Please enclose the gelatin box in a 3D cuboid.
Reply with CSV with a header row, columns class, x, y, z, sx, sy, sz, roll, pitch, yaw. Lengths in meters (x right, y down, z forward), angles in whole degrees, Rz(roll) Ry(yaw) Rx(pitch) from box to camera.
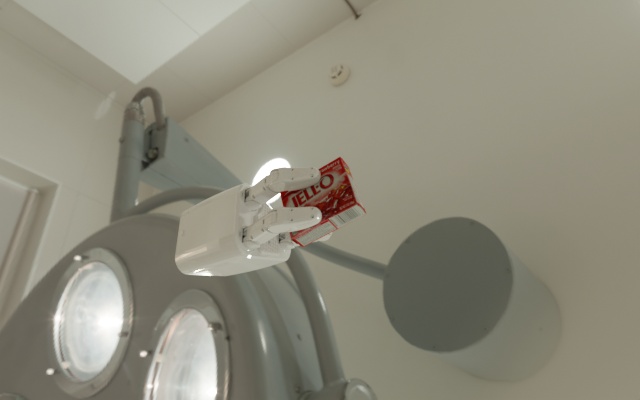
class,x,y,z,sx,sy,sz,roll,pitch,yaw
gelatin box,0.001,0.002,0.555,0.089,0.073,0.030,-28,-39,15
